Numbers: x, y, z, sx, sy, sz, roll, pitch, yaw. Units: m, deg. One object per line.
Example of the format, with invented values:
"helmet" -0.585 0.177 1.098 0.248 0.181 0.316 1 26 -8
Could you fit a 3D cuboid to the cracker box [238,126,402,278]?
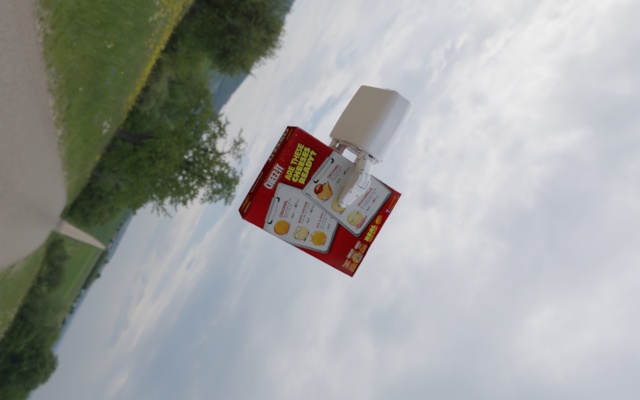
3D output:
"cracker box" 0.000 0.003 0.777 0.214 0.164 0.072 31 0 -20
